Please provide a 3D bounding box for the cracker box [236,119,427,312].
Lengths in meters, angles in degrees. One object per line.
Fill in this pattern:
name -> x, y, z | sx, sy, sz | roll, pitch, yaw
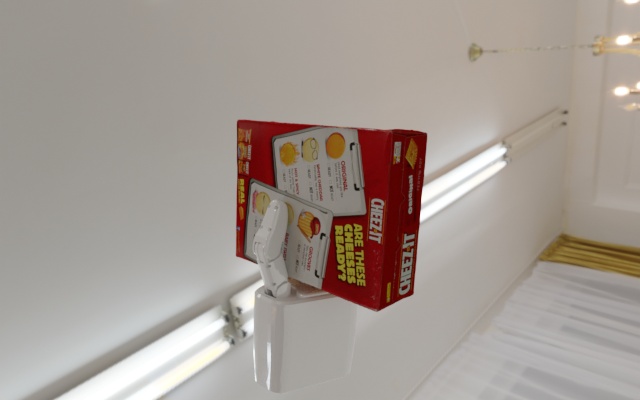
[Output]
cracker box -> 0.000, 0.002, 0.505 | 0.213, 0.164, 0.072 | 12, 14, 41
